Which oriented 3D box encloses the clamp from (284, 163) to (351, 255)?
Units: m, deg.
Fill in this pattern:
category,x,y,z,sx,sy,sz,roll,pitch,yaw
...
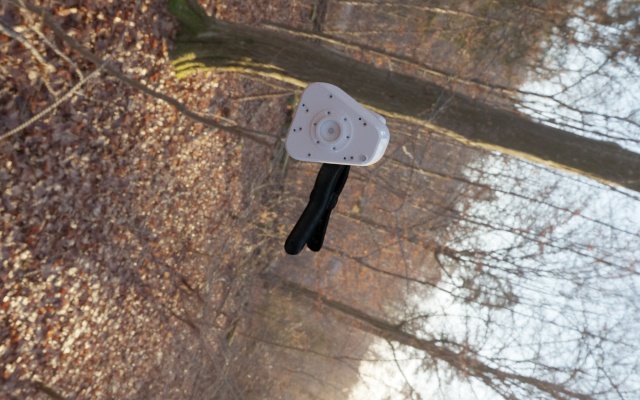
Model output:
category,x,y,z,sx,sy,sz,roll,pitch,yaw
clamp,0.001,0.002,0.663,0.039,0.171,0.120,20,11,10
